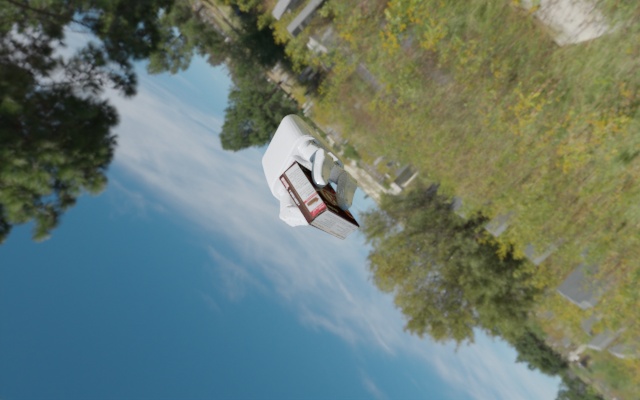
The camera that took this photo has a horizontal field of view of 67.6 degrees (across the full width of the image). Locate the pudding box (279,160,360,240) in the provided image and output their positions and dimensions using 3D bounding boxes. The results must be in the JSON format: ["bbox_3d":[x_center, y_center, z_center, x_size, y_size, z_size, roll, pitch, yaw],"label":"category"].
[{"bbox_3d":[0.000,0.002,0.671,0.039,0.090,0.113,-42,-29,13],"label":"pudding box"}]
